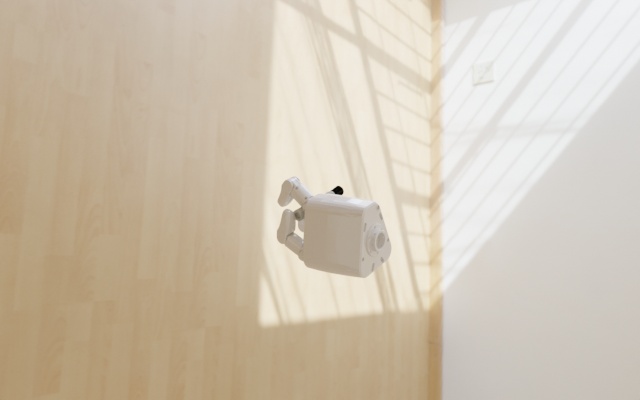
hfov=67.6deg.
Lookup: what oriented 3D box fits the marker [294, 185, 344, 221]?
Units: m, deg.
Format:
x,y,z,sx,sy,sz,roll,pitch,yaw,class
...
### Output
x,y,z,sx,sy,sz,roll,pitch,yaw,class
0.000,0.003,0.787,0.020,0.020,0.121,0,21,40,marker
